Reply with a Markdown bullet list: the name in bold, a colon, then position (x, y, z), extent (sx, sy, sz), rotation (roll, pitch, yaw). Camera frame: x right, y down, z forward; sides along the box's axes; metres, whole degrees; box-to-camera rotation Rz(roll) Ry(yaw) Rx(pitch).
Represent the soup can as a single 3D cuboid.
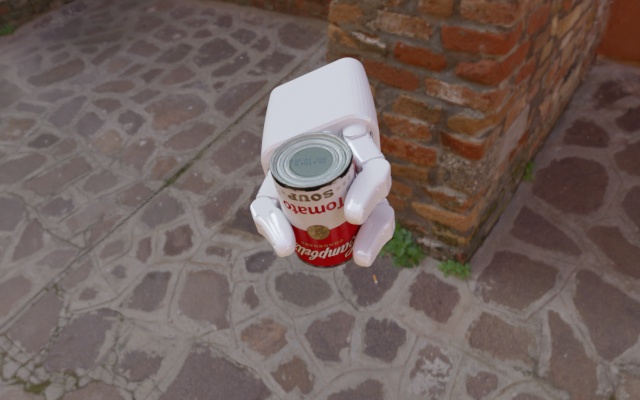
- **soup can**: position (0.000, 0.002, 0.407), extent (0.068, 0.068, 0.102), rotation (0, -43, 12)
